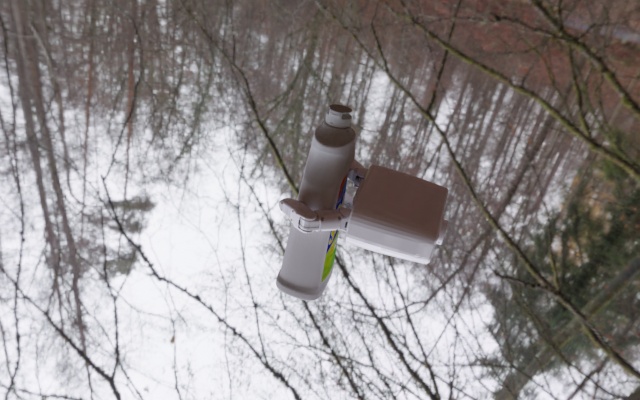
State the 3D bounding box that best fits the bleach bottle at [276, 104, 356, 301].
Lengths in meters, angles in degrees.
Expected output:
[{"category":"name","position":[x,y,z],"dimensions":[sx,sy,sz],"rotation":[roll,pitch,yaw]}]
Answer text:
[{"category":"bleach bottle","position":[0.000,0.002,0.620],"dimensions":[0.068,0.251,0.102],"rotation":[17,29,11]}]
